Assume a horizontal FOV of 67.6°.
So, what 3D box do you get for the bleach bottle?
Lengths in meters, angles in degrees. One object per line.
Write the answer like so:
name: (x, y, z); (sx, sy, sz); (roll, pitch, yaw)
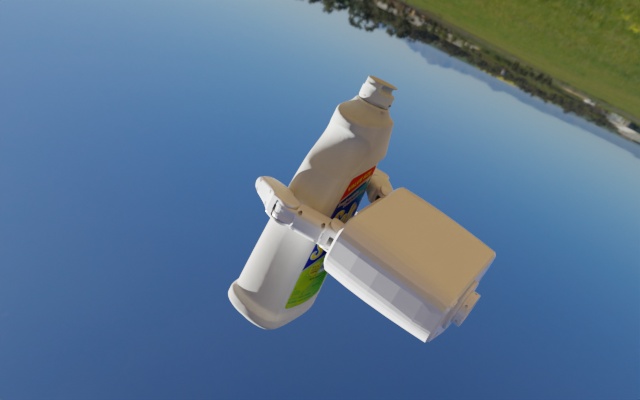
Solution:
bleach bottle: (0.000, 0.002, 0.460); (0.068, 0.251, 0.102); (35, 23, 23)
